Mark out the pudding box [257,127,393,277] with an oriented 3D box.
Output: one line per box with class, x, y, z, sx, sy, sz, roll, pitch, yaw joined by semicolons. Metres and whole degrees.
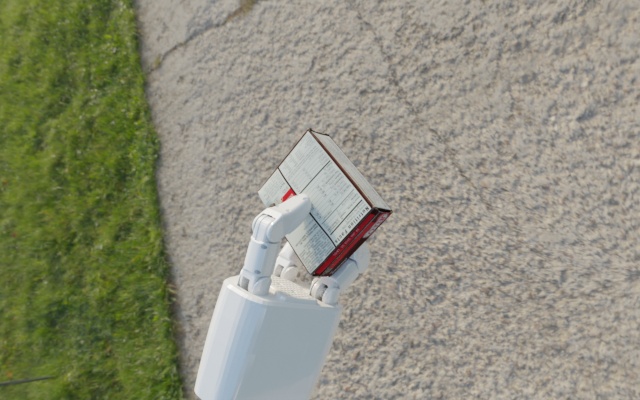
pudding box;0.000;0.001;0.450;0.090;0.113;0.039;-48;-30;20
